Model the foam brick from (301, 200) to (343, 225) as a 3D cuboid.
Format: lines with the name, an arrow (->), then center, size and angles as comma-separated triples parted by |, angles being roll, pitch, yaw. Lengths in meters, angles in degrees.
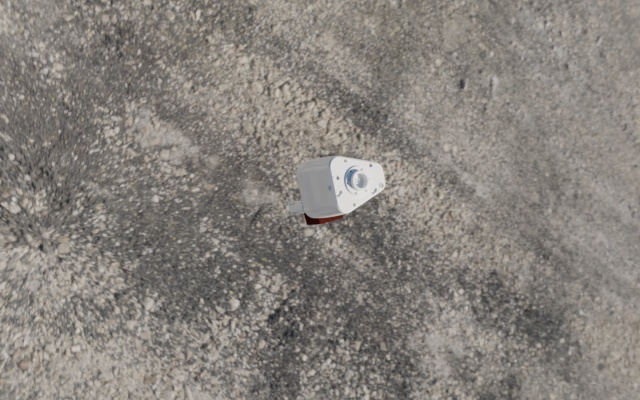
foam brick -> 0.000, 0.003, 0.875 | 0.053, 0.078, 0.051 | -14, 3, -30
